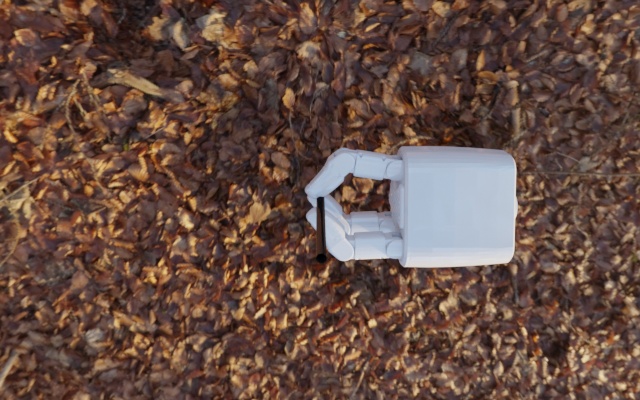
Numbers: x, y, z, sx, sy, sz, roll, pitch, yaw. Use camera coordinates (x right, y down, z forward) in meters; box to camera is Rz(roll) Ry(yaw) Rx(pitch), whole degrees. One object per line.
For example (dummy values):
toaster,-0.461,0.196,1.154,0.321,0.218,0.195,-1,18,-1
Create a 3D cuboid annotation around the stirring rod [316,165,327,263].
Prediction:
stirring rod,0.000,0.001,0.464,0.011,0.011,0.239,0,20,0
